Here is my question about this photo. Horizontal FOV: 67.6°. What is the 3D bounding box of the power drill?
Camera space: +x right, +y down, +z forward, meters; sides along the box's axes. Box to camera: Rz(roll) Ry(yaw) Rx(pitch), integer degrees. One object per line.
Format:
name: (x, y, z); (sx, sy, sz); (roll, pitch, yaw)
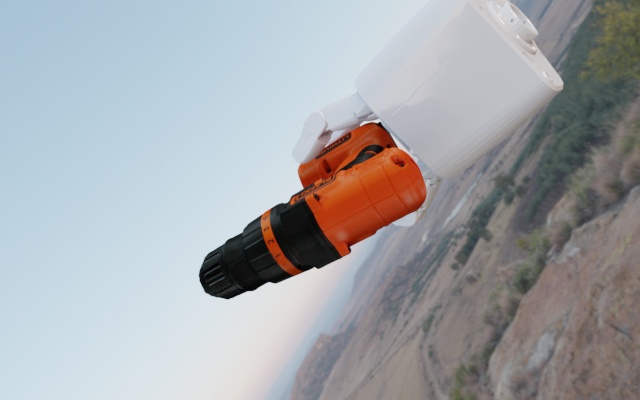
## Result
power drill: (0.000, 0.001, 0.403); (0.184, 0.057, 0.187); (-27, 14, 18)
